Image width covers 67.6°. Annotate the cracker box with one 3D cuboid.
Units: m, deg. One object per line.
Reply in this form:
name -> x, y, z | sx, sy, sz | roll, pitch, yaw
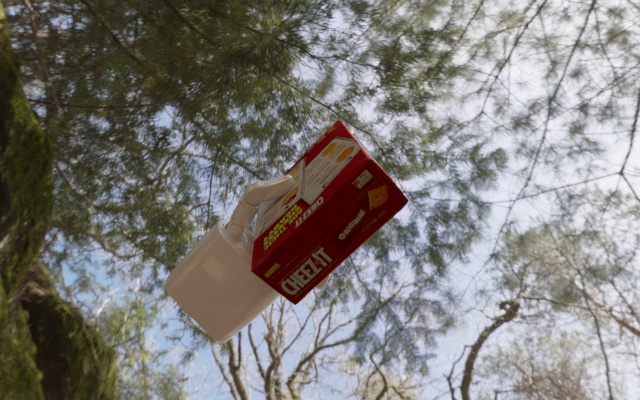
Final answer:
cracker box -> 0.000, 0.002, 0.567 | 0.072, 0.164, 0.213 | 43, 10, -18
